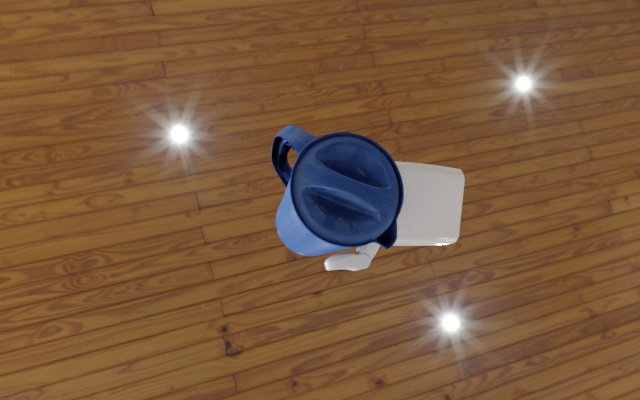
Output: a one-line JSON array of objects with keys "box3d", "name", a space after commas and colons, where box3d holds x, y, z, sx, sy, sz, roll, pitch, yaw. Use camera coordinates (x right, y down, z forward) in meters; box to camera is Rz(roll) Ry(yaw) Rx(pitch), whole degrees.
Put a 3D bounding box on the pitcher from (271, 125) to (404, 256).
[{"box3d": [0.000, 0.002, 0.644, 0.145, 0.149, 0.243, 3, -13, -13], "name": "pitcher"}]
